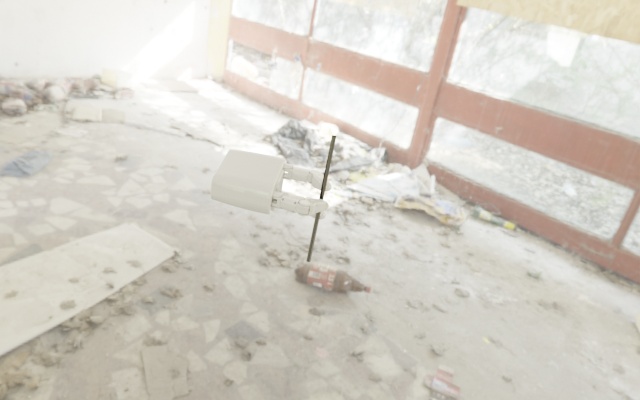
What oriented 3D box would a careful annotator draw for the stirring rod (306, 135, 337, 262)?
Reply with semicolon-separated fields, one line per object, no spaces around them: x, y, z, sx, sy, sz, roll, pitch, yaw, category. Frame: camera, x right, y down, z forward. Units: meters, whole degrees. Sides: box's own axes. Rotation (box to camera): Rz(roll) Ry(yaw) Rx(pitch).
0.000;0.003;0.828;0.011;0.240;0.011;10;23;-4;stirring rod
